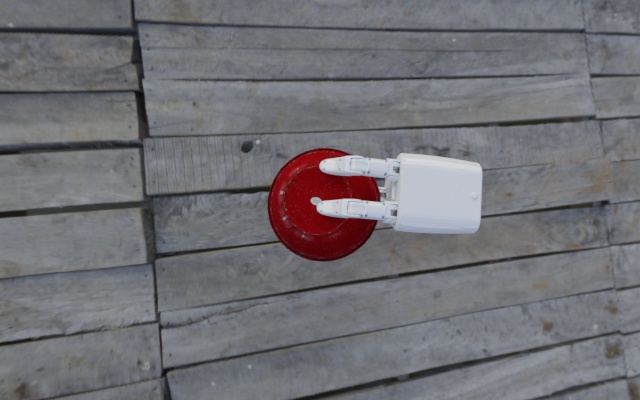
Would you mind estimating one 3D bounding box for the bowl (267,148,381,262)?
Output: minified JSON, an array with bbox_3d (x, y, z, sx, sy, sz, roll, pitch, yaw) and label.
[{"bbox_3d":[-0.001,0.002,0.649,0.162,0.162,0.055,0,-6,8],"label":"bowl"}]
